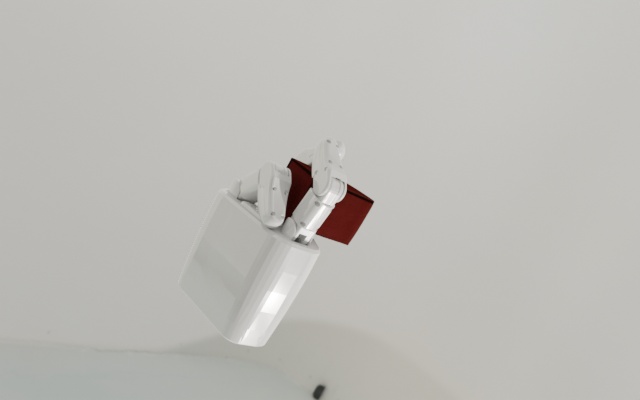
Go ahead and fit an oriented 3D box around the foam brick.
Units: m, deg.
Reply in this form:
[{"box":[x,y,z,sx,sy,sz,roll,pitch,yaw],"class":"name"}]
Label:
[{"box":[0.000,0.002,0.461,0.078,0.051,0.053,22,10,-36],"class":"foam brick"}]
